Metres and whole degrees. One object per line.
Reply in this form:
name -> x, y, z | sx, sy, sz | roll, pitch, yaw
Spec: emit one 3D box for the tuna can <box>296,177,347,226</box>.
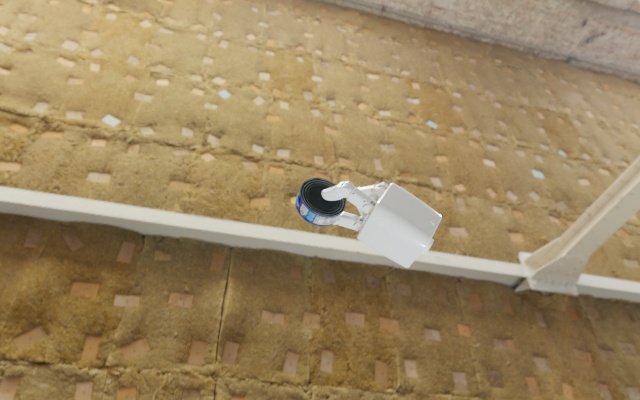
tuna can -> 0.000, 0.003, 0.839 | 0.086, 0.086, 0.034 | 0, -38, -26
